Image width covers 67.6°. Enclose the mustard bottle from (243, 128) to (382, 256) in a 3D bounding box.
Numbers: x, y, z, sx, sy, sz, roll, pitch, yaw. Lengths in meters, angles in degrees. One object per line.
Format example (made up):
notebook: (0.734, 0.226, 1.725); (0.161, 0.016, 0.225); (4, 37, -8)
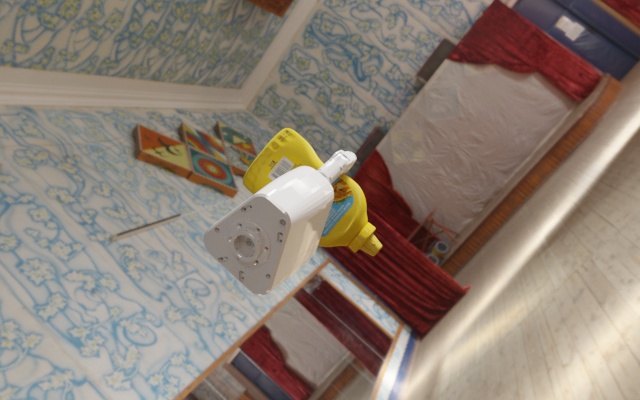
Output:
mustard bottle: (0.000, 0.002, 0.609); (0.191, 0.096, 0.058); (41, 4, 7)
